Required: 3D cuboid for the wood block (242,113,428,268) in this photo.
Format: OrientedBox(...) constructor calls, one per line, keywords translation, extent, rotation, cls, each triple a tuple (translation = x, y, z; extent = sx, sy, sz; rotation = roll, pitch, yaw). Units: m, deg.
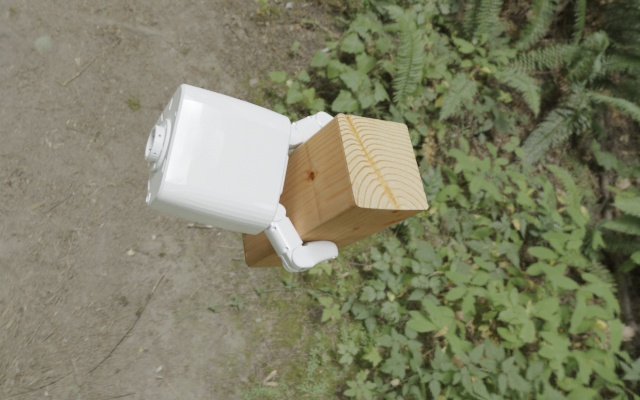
OrientedBox(translation=(0.000, 0.002, 0.506), extent=(0.090, 0.090, 0.206), rotation=(2, -21, -36), cls="wood block")
